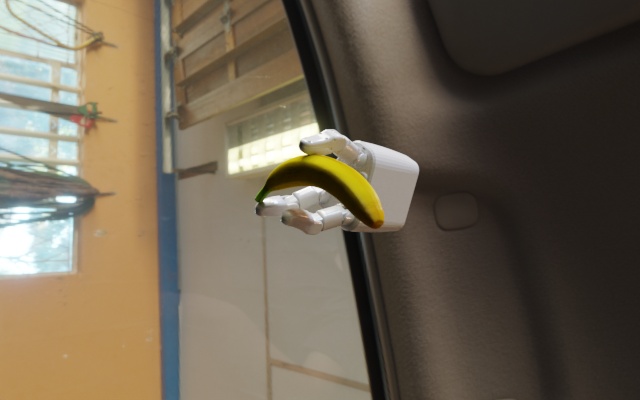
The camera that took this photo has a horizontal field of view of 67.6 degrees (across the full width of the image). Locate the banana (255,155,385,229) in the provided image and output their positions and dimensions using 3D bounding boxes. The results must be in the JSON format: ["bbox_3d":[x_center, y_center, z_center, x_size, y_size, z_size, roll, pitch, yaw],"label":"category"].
[{"bbox_3d":[0.001,-0.017,0.543,0.037,0.069,0.198,10,1,-45],"label":"banana"}]
